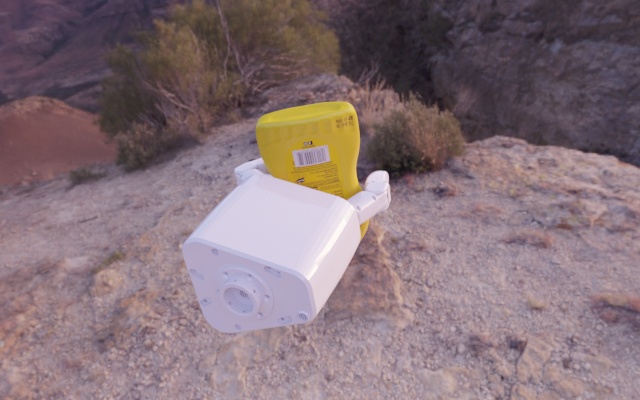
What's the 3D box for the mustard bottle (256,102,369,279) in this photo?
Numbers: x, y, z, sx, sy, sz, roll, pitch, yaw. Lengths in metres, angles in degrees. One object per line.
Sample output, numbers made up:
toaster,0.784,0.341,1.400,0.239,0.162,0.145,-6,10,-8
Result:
mustard bottle,0.000,0.001,0.487,0.096,0.192,0.058,-10,26,1
